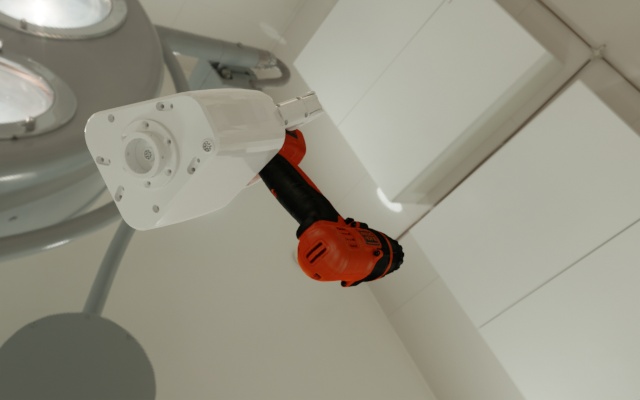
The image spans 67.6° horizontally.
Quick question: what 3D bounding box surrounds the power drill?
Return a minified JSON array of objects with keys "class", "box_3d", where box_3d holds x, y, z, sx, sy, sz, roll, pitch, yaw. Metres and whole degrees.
[{"class":"power drill","box_3d":[0.000,0.001,0.477,0.057,0.187,0.184,-45,-23,13]}]
